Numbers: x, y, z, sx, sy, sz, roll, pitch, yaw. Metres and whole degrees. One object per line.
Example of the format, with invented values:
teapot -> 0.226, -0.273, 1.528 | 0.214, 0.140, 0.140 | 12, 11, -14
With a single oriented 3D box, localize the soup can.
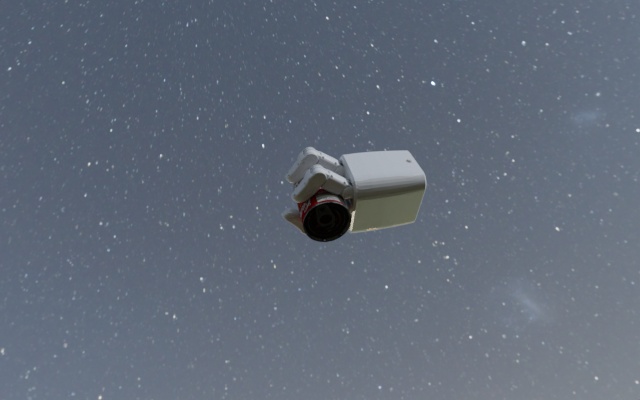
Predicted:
soup can -> 0.000, 0.002, 0.693 | 0.068, 0.068, 0.102 | 0, 34, -13
